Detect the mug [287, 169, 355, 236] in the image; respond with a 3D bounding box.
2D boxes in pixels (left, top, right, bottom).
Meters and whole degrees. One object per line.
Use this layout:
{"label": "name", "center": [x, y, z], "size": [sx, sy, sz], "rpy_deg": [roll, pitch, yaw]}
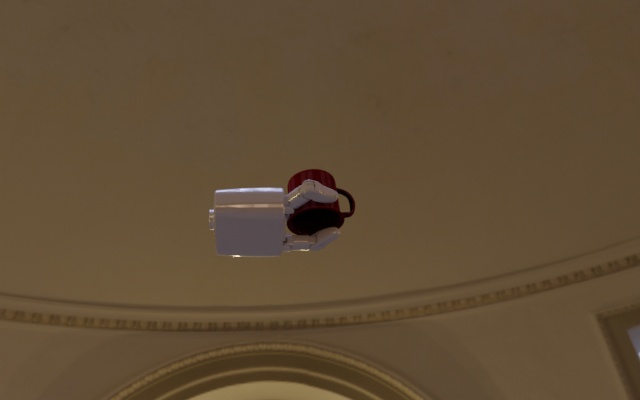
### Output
{"label": "mug", "center": [0.002, 0.002, 0.786], "size": [0.117, 0.081, 0.093], "rpy_deg": [0, -34, -11]}
